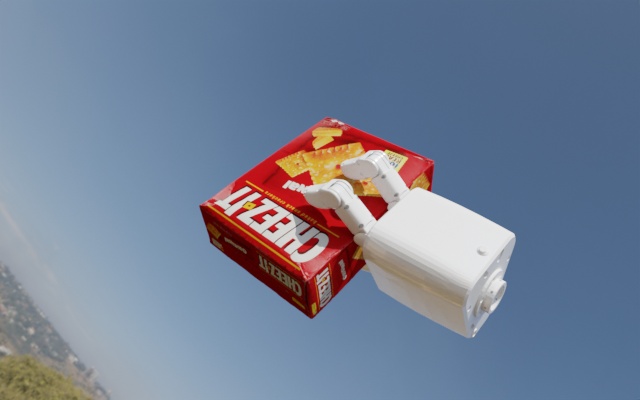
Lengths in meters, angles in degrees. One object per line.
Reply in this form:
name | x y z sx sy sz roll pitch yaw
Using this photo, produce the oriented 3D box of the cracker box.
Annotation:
cracker box | 0.000 0.002 0.540 0.164 0.072 0.213 29 53 32
